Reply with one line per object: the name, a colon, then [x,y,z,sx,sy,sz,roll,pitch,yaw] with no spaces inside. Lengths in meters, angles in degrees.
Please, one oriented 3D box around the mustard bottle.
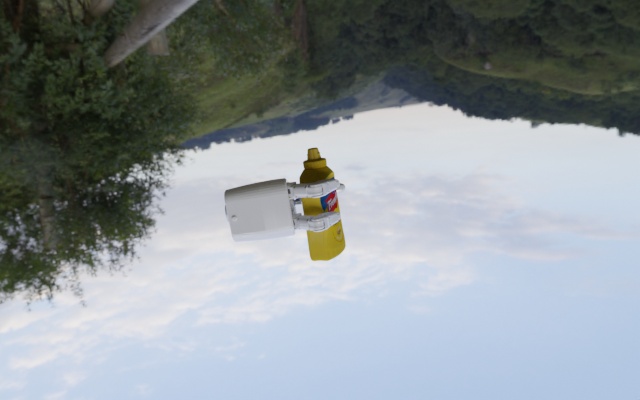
mustard bottle: [0.001,0.003,0.838,0.058,0.192,0.096,-3,14,25]
